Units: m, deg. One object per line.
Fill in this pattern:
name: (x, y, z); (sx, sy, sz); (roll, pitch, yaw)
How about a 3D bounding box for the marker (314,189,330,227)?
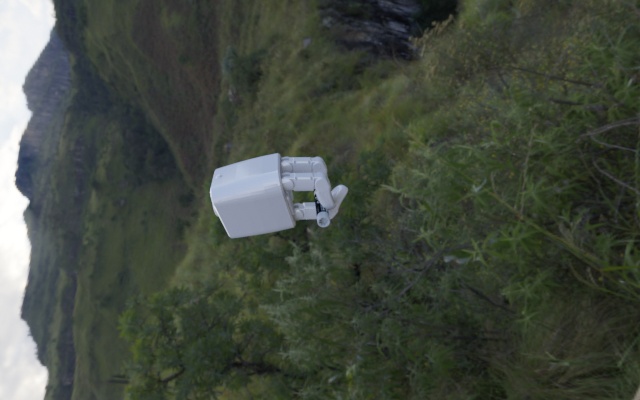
marker: (0.000, 0.002, 0.749); (0.020, 0.020, 0.121); (0, 29, -5)
